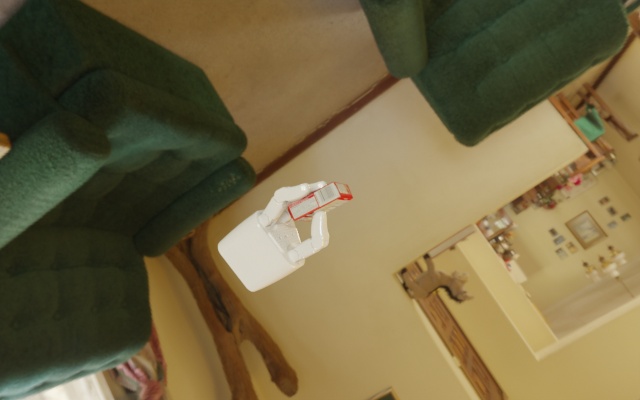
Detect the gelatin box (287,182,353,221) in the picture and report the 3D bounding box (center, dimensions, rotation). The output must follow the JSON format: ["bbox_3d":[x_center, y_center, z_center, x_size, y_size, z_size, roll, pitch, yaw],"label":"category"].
[{"bbox_3d":[0.001,0.003,0.766,0.089,0.030,0.073,-27,-11,17],"label":"gelatin box"}]
